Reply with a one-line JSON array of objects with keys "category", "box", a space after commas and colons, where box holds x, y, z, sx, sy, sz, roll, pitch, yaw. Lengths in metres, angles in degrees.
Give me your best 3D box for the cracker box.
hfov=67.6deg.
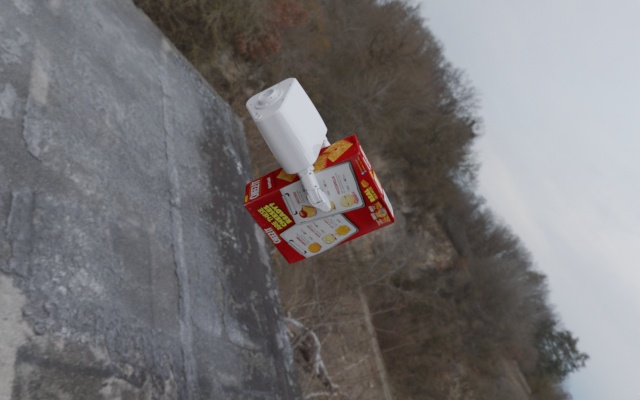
[{"category": "cracker box", "box": [0.000, 0.003, 0.837, 0.214, 0.164, 0.072, -23, 35, 14]}]
